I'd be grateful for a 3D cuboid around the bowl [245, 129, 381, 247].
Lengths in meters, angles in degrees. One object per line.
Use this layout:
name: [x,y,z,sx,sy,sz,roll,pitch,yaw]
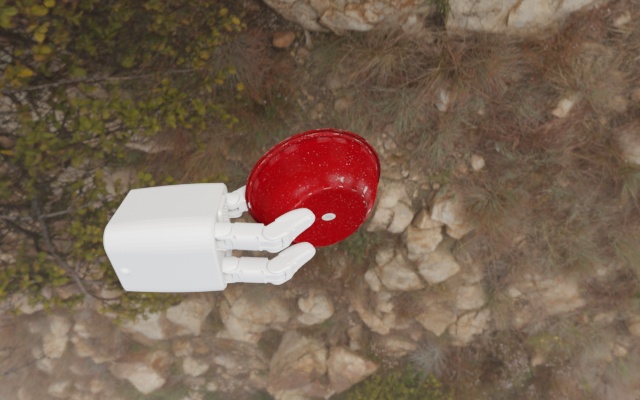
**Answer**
bowl: [0.001,0.002,0.531,0.162,0.162,0.055,0,42,-22]
